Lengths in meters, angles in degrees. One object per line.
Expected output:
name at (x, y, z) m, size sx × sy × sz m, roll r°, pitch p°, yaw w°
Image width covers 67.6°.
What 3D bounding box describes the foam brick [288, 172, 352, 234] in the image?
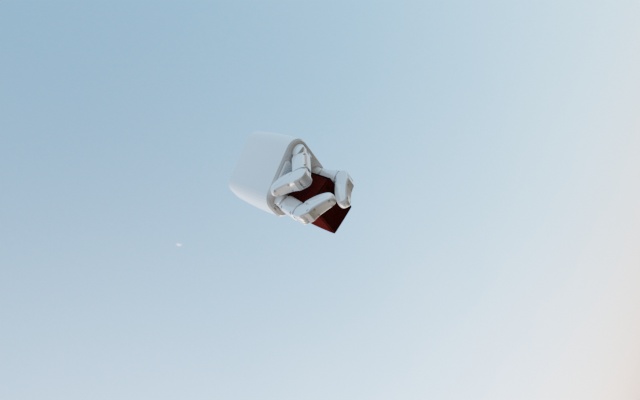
foam brick at (0.000, 0.003, 0.713) m, size 0.051 × 0.053 × 0.078 m, roll 19°, pitch -23°, yaw 42°
